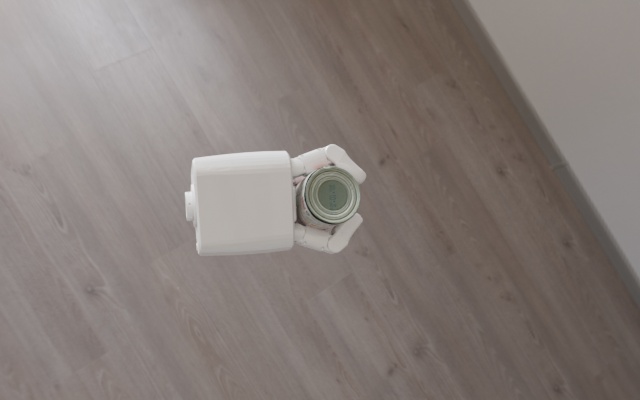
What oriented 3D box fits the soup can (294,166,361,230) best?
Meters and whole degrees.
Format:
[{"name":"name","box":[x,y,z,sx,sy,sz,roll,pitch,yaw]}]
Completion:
[{"name":"soup can","box":[0.001,0.002,0.572,0.068,0.068,0.102,0,-10,-17]}]
